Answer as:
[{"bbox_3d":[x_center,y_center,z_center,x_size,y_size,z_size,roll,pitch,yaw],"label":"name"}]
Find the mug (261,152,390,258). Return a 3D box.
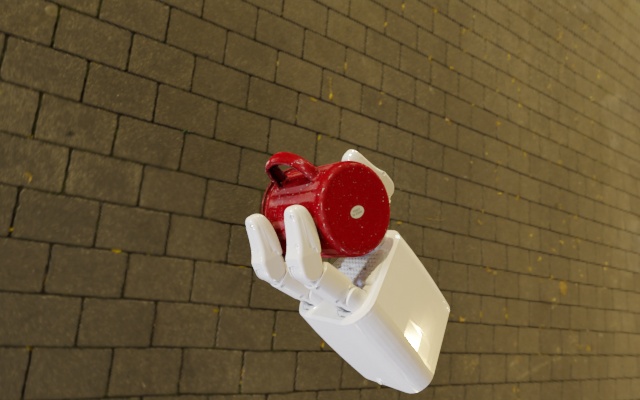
[{"bbox_3d":[-0.001,0.000,0.421,0.081,0.117,0.093,-9,38,53],"label":"mug"}]
